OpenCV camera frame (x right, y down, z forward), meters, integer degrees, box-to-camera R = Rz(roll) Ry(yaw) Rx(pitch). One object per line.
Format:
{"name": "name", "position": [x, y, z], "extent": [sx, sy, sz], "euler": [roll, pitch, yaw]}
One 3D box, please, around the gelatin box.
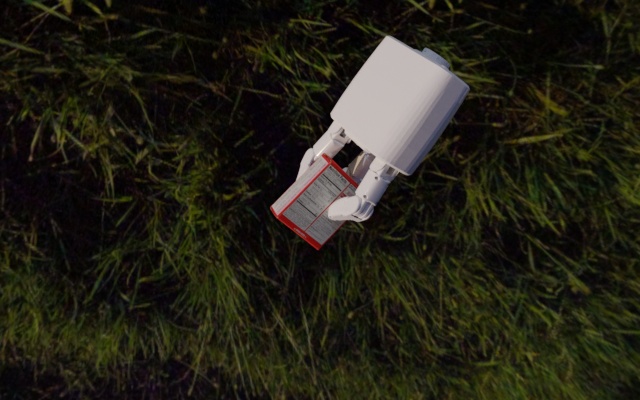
{"name": "gelatin box", "position": [0.000, 0.002, 0.545], "extent": [0.073, 0.089, 0.030], "euler": [41, 6, -34]}
